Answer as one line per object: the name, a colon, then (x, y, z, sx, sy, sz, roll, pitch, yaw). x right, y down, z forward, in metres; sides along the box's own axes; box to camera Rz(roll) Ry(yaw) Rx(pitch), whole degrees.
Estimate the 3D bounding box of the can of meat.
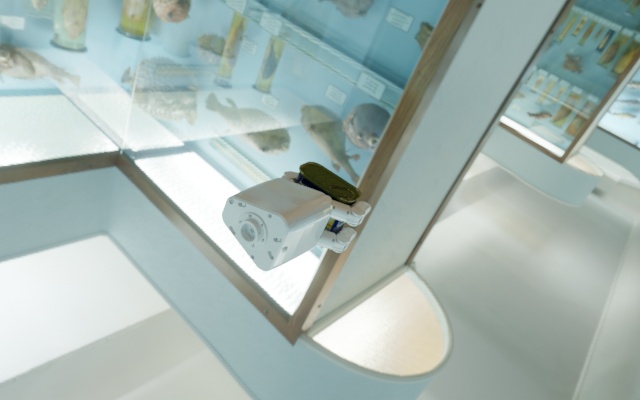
can of meat: (0.000, 0.003, 0.745, 0.102, 0.084, 0.057, 34, 29, 16)
